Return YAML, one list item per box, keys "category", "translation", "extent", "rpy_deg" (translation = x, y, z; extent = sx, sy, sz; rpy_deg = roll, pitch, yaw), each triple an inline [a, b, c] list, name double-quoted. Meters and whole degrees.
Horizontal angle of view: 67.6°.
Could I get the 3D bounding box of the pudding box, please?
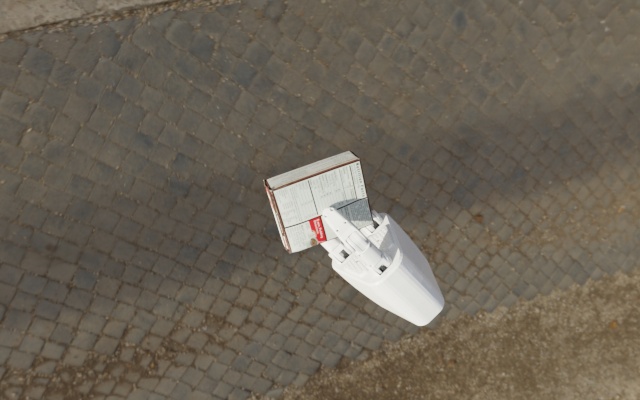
- category: "pudding box"
  translation: [0.000, 0.002, 0.562]
  extent: [0.113, 0.090, 0.039]
  rpy_deg: [-20, 26, -12]
